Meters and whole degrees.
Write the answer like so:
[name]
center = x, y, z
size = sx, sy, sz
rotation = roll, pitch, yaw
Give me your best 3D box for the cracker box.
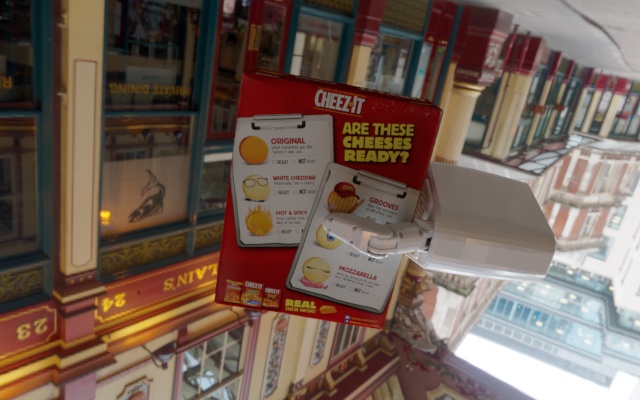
[cracker box]
center = 0.000, 0.002, 0.439
size = 0.164, 0.214, 0.072
rotation = 10, 20, -3
